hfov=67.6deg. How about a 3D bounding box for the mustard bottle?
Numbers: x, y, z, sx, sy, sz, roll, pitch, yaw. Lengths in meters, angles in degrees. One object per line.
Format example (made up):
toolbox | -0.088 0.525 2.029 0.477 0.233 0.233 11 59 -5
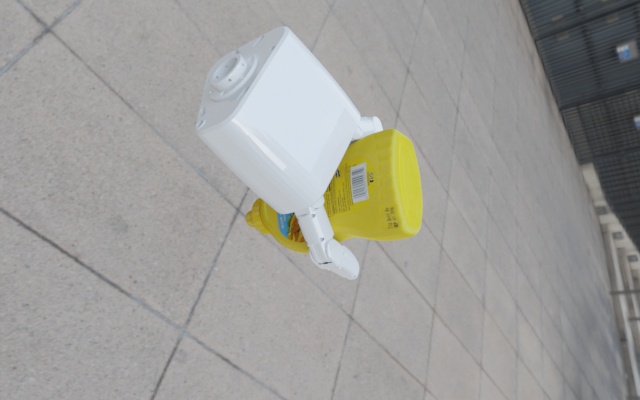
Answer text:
mustard bottle | 0.000 0.002 0.465 0.191 0.096 0.058 -14 -18 34
